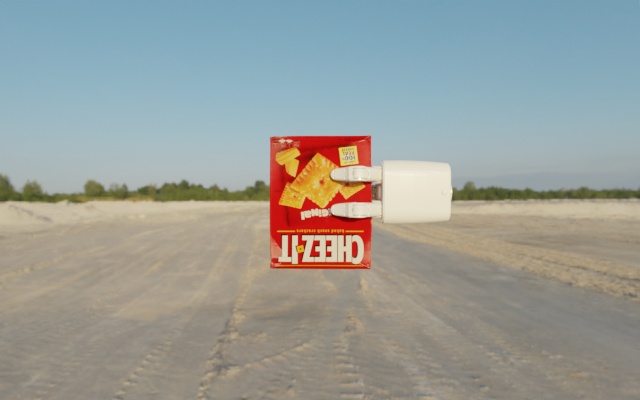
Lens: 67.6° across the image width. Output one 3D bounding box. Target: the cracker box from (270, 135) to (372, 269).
[{"bbox_3d":[0.000,0.002,0.778,0.164,0.213,0.072,0,0,1],"label":"cracker box"}]
